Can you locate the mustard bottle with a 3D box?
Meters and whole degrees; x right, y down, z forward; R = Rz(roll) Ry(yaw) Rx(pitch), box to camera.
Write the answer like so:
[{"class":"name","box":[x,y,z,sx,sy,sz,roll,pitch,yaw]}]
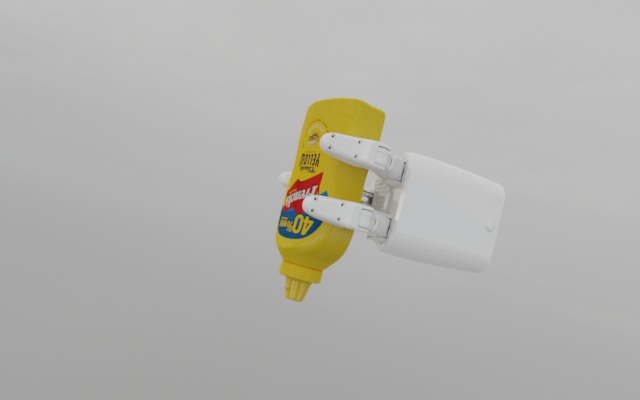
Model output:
[{"class":"mustard bottle","box":[0.000,0.001,0.458,0.058,0.191,0.096,18,-6,-35]}]
